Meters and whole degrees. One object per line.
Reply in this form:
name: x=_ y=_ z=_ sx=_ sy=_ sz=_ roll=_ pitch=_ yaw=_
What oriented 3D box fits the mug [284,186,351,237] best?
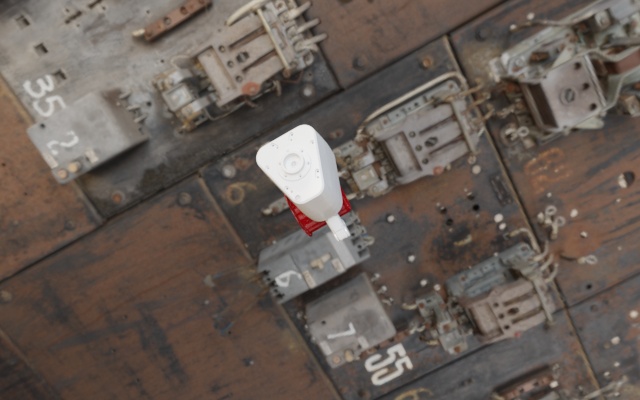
mug: x=0.001 y=0.003 z=0.795 sx=0.081 sy=0.093 sz=0.117 roll=-29 pitch=-18 yaw=6
